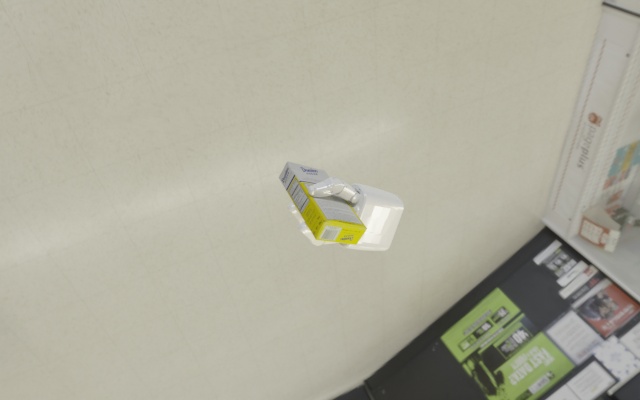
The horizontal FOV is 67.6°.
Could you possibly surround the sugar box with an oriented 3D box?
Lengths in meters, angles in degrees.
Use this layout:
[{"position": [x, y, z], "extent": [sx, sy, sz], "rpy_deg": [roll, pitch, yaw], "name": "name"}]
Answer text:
[{"position": [0.000, 0.003, 0.850], "extent": [0.093, 0.048, 0.176], "rpy_deg": [11, 29, -36], "name": "sugar box"}]
